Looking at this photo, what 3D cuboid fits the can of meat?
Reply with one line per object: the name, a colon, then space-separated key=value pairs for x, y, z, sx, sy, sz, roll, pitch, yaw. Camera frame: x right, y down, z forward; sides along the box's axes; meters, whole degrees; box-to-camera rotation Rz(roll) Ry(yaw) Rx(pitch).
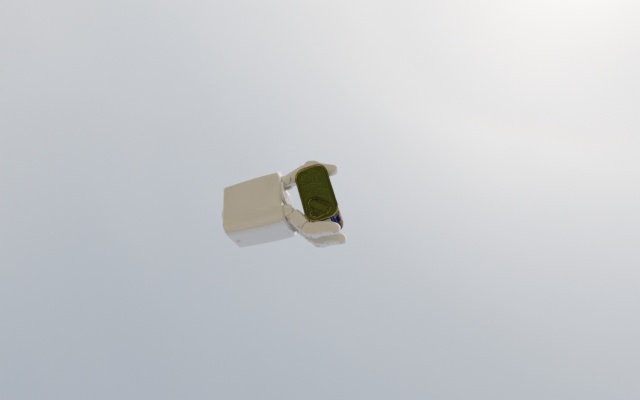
can of meat: x=0.000 y=0.003 z=0.822 sx=0.057 sy=0.102 sz=0.084 roll=-18 pitch=-27 yaw=3
